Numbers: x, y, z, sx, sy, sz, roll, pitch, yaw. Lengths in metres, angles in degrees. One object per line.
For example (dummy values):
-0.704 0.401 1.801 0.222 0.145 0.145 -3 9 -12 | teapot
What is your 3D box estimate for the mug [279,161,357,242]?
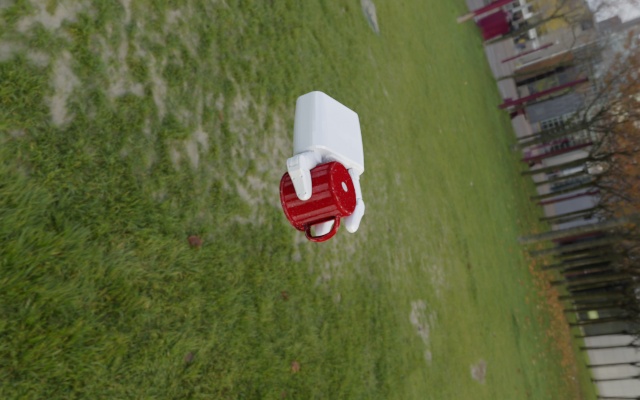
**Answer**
0.000 0.003 0.685 0.081 0.117 0.093 -16 -29 26 | mug
